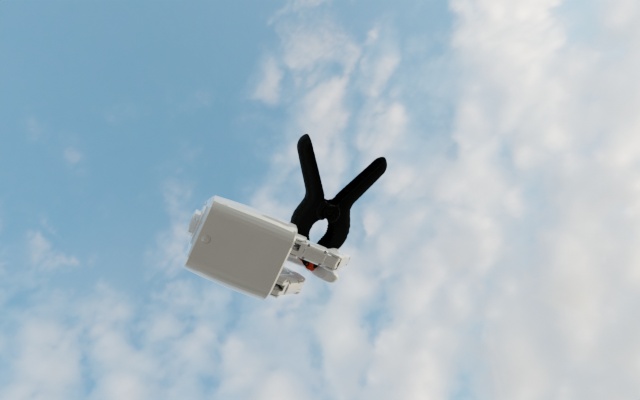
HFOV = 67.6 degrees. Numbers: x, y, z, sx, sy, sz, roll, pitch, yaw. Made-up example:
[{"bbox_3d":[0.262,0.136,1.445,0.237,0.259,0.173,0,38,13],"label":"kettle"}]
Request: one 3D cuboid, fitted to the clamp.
[{"bbox_3d":[0.000,0.002,0.602,0.120,0.171,0.039,24,6,-16],"label":"clamp"}]
